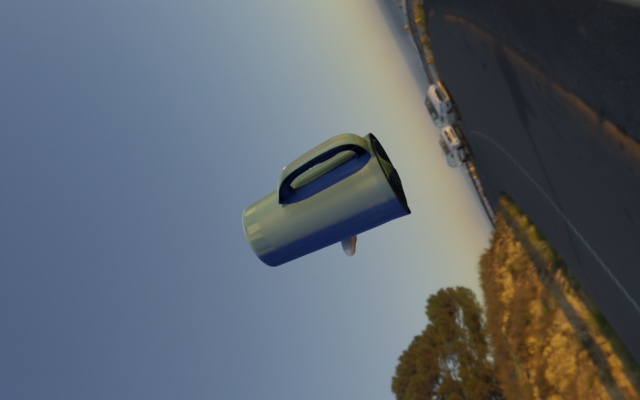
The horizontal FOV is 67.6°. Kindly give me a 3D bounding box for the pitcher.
[{"bbox_3d":[0.000,0.002,0.725,0.243,0.149,0.145,-26,3,16],"label":"pitcher"}]
